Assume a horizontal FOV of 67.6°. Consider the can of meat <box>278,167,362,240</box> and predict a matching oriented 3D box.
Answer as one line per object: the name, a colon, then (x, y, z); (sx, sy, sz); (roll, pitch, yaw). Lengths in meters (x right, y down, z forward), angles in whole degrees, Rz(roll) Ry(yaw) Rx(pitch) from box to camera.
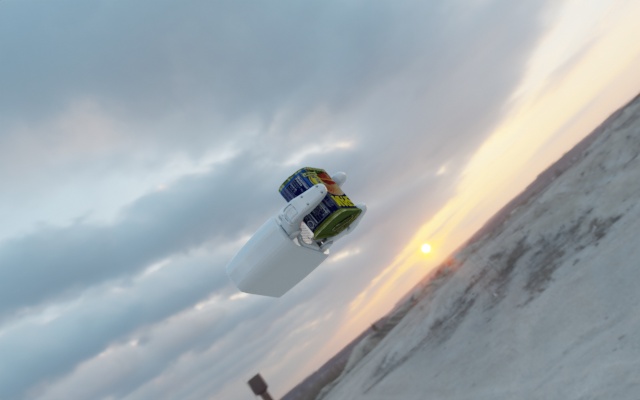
can of meat: (0.000, 0.002, 0.654); (0.057, 0.084, 0.102); (-45, -16, 16)
